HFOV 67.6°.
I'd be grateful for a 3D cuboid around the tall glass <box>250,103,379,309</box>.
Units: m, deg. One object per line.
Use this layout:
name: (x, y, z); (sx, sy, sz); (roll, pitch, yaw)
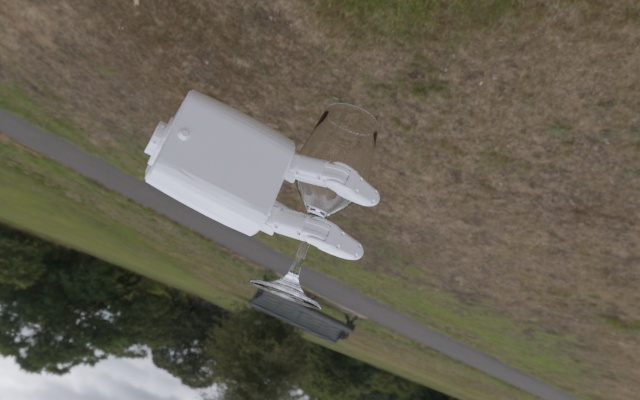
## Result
tall glass: (0.000, 0.002, 0.485); (0.079, 0.201, 0.079); (19, -17, 6)
